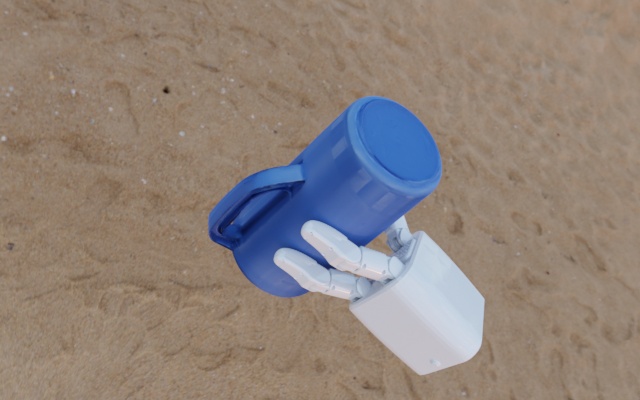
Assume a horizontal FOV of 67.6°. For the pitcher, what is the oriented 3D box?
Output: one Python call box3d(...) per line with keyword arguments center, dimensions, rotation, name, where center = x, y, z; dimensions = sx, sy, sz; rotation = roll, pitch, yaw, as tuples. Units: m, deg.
box3d(center=(0.000, 0.002, 0.503), dimensions=(0.149, 0.145, 0.243), rotation=(-44, 1, -44), name="pitcher")
